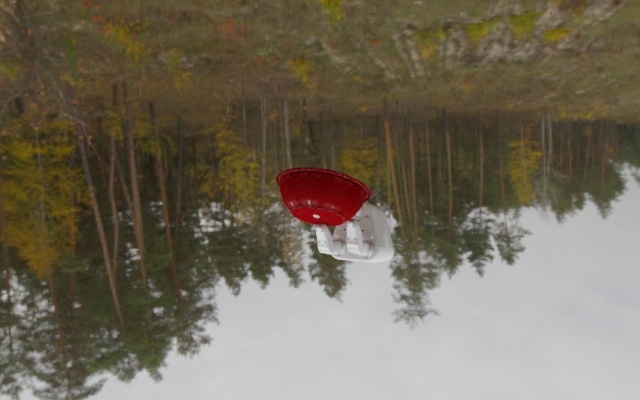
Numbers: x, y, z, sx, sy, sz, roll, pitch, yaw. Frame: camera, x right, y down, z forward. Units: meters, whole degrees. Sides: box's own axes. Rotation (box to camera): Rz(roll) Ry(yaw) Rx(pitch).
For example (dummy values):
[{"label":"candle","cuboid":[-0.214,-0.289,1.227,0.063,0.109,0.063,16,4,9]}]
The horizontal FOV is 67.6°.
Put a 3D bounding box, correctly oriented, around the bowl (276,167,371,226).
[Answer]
[{"label":"bowl","cuboid":[-0.001,0.003,0.795,0.162,0.055,0.162,10,-20,3]}]
